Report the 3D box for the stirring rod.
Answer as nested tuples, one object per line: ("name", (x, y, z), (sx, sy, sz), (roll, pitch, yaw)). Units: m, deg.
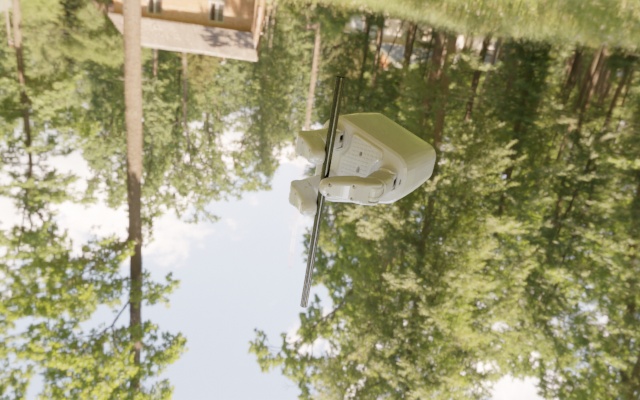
("stirring rod", (0.000, 0.001, 0.466), (0.011, 0.240, 0.011), (8, 21, -3))
